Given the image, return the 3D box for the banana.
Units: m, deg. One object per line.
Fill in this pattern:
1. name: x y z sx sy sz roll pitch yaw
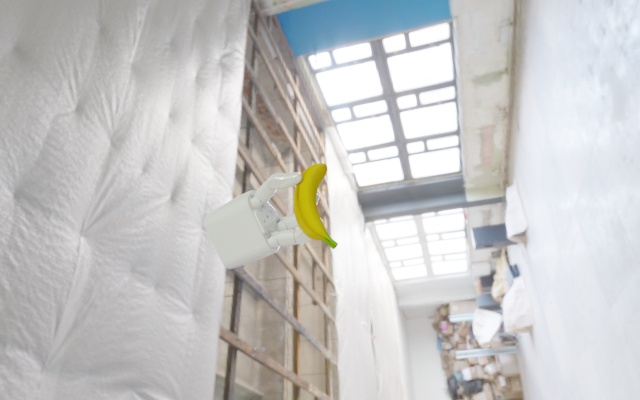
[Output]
1. banana: -0.014 -0.003 0.802 0.070 0.197 0.037 28 -52 -30
